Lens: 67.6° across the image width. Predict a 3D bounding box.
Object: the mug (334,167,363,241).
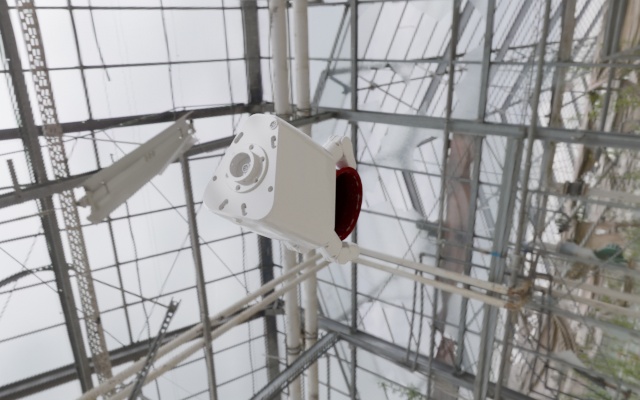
[{"bbox_3d":[0.001,0.002,0.598,0.081,0.093,0.117,13,-11,32],"label":"mug"}]
